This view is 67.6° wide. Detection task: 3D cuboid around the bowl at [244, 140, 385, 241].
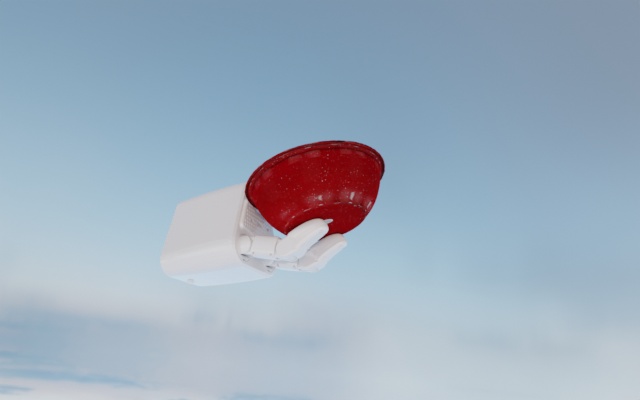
[{"bbox_3d":[0.001,0.002,0.530,0.162,0.055,0.162,-11,-27,-6],"label":"bowl"}]
